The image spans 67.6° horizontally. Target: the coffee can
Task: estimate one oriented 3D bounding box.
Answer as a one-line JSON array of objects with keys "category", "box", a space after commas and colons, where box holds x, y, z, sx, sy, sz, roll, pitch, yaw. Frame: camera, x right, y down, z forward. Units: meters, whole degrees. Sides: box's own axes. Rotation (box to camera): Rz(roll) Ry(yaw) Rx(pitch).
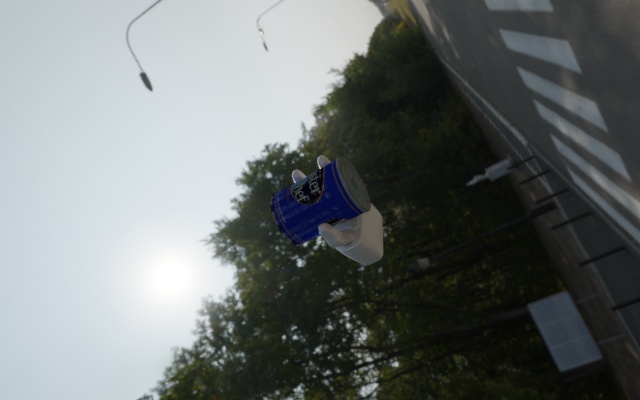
[{"category": "coffee can", "box": [0.000, 0.003, 0.814, 0.140, 0.103, 0.103, -28, -10, 19]}]
